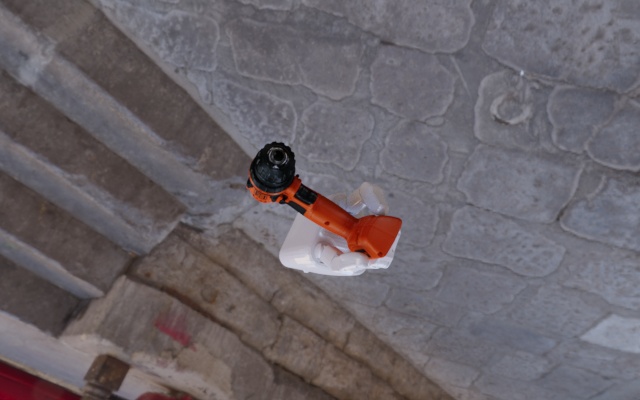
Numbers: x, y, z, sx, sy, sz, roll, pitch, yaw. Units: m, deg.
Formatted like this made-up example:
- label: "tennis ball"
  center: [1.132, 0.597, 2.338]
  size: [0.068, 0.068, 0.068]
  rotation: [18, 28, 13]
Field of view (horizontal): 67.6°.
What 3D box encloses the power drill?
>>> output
- label: "power drill"
  center: [0.000, 0.002, 0.571]
  size: [0.187, 0.057, 0.184]
  rotation: [31, -11, -5]
